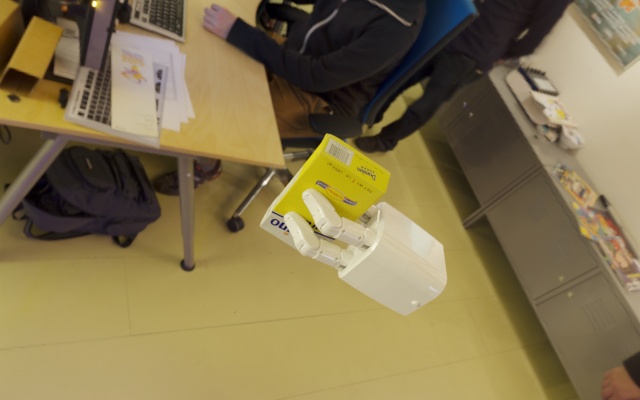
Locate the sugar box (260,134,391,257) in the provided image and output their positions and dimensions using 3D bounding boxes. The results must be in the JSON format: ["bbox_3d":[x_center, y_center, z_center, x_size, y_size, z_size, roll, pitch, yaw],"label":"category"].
[{"bbox_3d":[0.000,0.002,0.612,0.093,0.048,0.176,32,-47,-9],"label":"sugar box"}]
